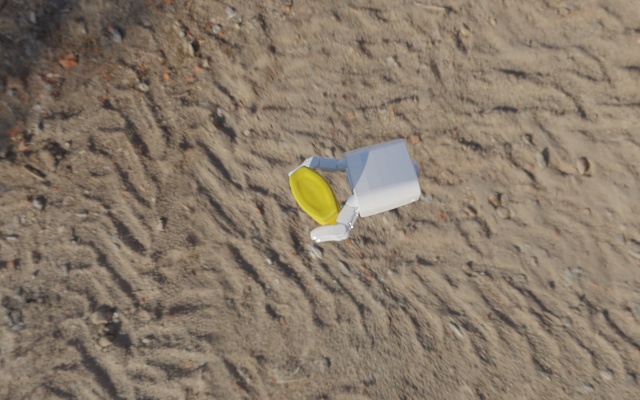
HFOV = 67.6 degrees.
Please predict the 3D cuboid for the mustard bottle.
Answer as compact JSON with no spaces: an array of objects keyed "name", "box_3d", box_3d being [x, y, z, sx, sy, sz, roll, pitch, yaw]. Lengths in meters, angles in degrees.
[{"name":"mustard bottle","box_3d":[0.000,0.003,0.835,0.058,0.096,0.192,-39,-12,0]}]
